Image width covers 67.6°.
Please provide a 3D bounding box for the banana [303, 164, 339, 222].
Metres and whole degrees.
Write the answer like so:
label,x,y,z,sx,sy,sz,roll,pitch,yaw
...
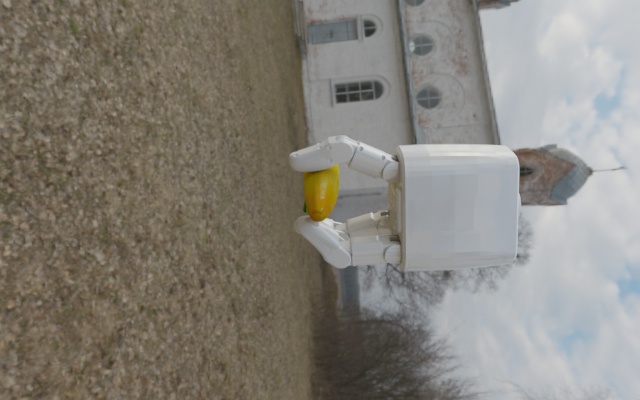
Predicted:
label,x,y,z,sx,sy,sz,roll,pitch,yaw
banana,0.000,-0.017,0.505,0.037,0.069,0.198,1,1,-2
